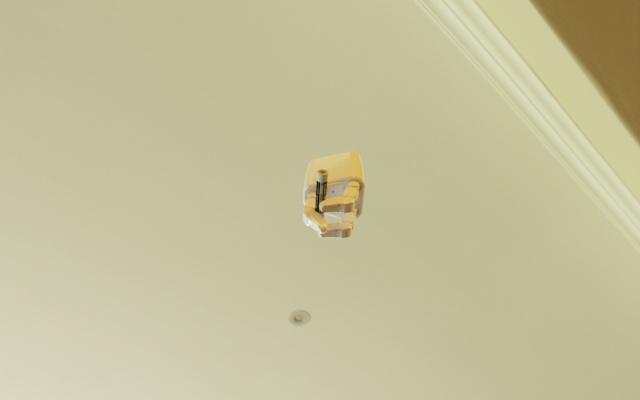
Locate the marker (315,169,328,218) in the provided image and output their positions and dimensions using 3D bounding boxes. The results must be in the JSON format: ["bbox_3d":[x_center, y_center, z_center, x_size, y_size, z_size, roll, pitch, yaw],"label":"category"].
[{"bbox_3d":[0.000,0.003,0.814,0.020,0.121,0.020,3,34,-2],"label":"marker"}]
